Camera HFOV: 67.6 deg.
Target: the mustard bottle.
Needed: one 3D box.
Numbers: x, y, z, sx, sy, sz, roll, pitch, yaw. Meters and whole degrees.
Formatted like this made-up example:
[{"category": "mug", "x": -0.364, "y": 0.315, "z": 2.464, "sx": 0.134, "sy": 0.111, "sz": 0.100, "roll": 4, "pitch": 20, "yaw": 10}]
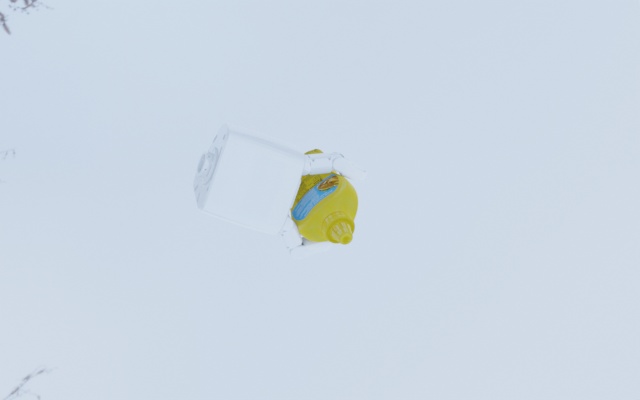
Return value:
[{"category": "mustard bottle", "x": 0.000, "y": 0.002, "z": 0.653, "sx": 0.058, "sy": 0.096, "sz": 0.191, "roll": 46, "pitch": 5, "yaw": -33}]
